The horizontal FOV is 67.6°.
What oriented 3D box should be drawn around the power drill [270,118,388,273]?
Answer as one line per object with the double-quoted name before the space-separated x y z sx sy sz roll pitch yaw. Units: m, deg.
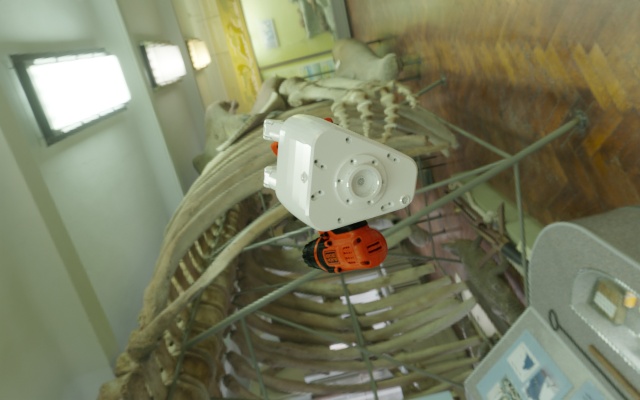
"power drill" 0.000 0.002 0.607 0.057 0.187 0.184 -23 1 -27
